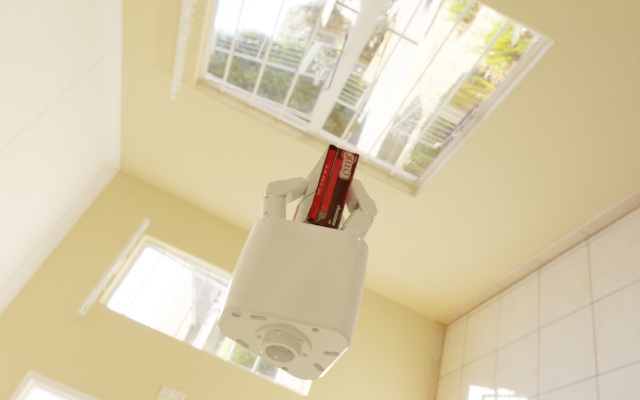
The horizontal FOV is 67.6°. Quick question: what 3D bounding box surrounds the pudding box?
[{"bbox_3d":[0.000,0.002,0.522,0.039,0.090,0.113,22,-20,-10],"label":"pudding box"}]
